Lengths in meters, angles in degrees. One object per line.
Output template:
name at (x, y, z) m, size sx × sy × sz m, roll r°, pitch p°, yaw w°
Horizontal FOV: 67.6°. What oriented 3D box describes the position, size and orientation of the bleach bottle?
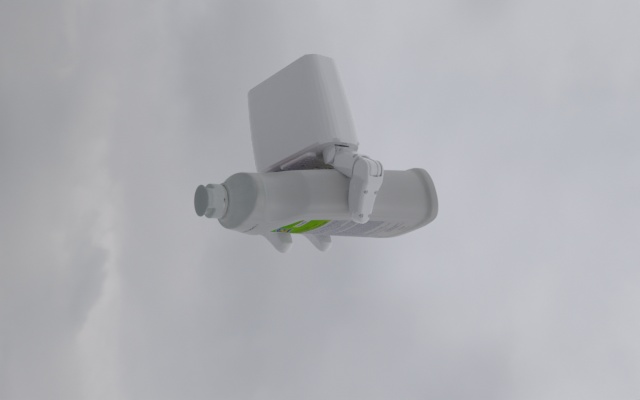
bleach bottle at (0.000, 0.002, 0.483) m, size 0.251 × 0.068 × 0.102 m, roll 3°, pitch -22°, yaw -38°
